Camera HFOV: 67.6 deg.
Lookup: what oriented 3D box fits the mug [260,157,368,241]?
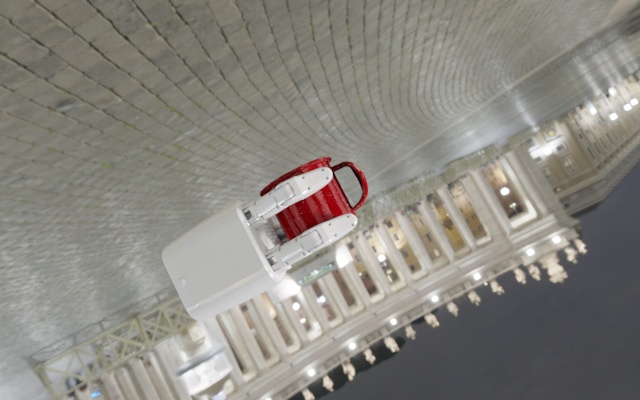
[{"bbox_3d":[0.001,0.001,0.543,0.117,0.081,0.093,-29,-5,12],"label":"mug"}]
